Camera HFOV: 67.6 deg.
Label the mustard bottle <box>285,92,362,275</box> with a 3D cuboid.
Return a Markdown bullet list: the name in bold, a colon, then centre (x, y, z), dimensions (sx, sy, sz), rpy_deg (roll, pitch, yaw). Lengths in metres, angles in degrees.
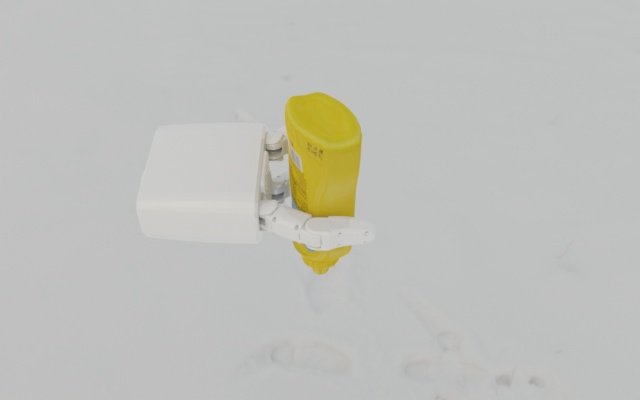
- **mustard bottle**: centre (0.000, 0.001, 0.461), dimensions (0.058, 0.192, 0.096), rpy_deg (-15, 42, -18)
